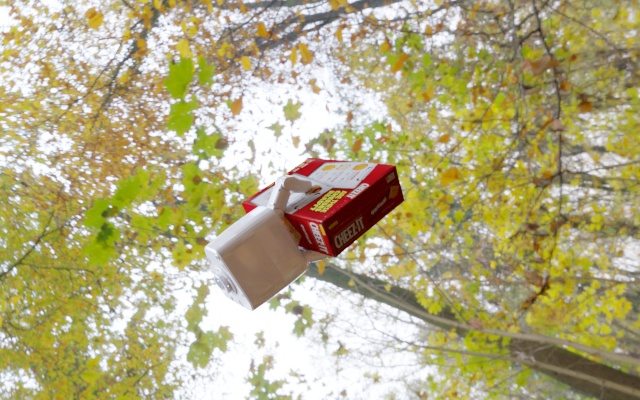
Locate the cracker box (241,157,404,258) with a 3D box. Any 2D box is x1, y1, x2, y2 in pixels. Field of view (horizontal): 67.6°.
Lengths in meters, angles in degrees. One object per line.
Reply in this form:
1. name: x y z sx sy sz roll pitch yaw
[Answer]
1. cracker box: 0.000 0.002 0.770 0.164 0.072 0.213 -37 29 -30
